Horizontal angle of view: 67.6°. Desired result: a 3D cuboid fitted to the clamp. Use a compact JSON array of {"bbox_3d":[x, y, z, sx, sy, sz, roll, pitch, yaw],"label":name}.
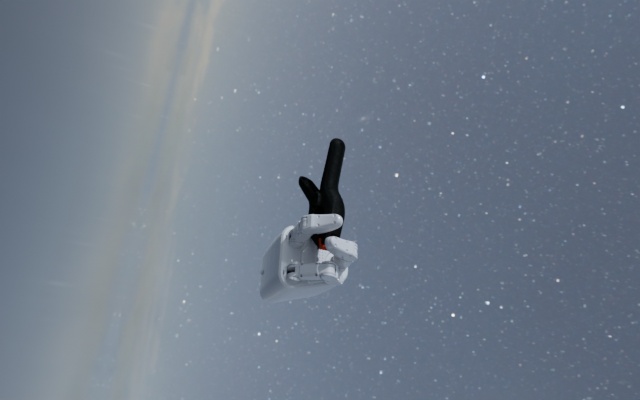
[{"bbox_3d":[0.001,0.003,0.724,0.039,0.171,0.120,14,-29,-21],"label":"clamp"}]
